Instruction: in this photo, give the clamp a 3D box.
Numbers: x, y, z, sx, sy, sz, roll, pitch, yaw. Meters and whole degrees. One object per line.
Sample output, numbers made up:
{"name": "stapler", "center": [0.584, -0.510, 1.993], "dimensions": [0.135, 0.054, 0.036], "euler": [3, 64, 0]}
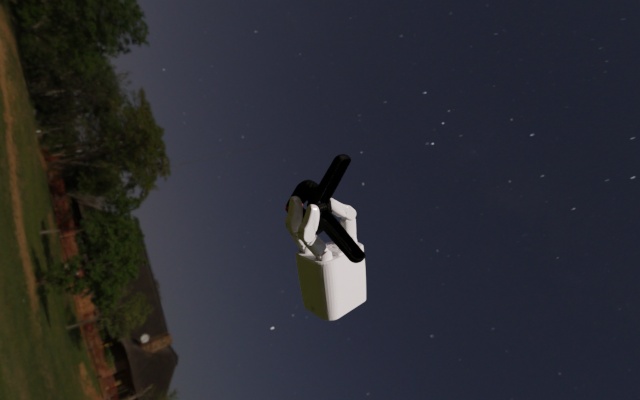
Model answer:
{"name": "clamp", "center": [0.001, 0.003, 0.785], "dimensions": [0.036, 0.164, 0.210], "euler": [-11, 13, -30]}
